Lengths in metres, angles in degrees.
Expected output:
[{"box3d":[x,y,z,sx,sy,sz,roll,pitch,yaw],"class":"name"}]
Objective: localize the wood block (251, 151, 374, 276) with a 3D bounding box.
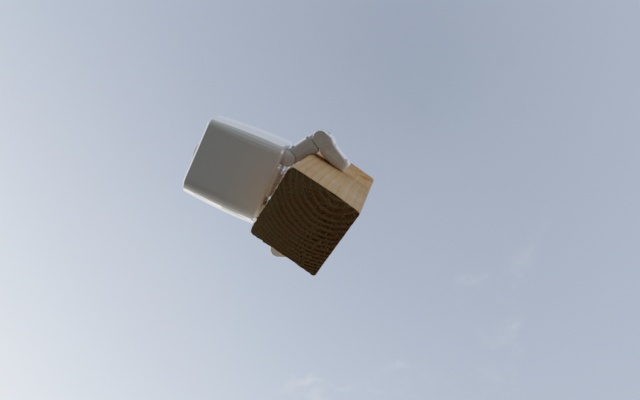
[{"box3d":[0.000,0.001,0.602,0.090,0.091,0.206,34,16,1],"class":"wood block"}]
